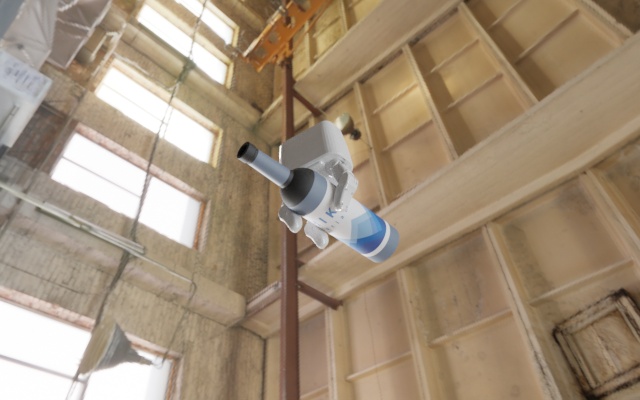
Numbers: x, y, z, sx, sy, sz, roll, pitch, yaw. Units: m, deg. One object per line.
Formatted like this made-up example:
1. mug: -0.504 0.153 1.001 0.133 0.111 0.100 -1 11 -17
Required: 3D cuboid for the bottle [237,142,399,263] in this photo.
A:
1. bottle: 0.000 0.003 0.719 0.296 0.069 0.069 34 -19 -31
